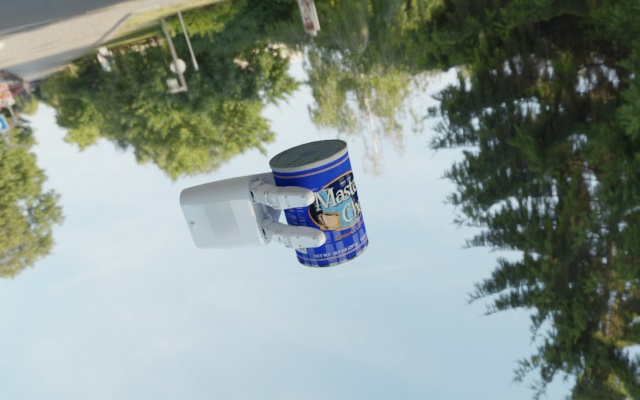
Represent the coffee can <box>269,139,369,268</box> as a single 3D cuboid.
[{"bbox_3d":[0.000,0.002,0.629,0.103,0.140,0.102,-13,21,5],"label":"coffee can"}]
